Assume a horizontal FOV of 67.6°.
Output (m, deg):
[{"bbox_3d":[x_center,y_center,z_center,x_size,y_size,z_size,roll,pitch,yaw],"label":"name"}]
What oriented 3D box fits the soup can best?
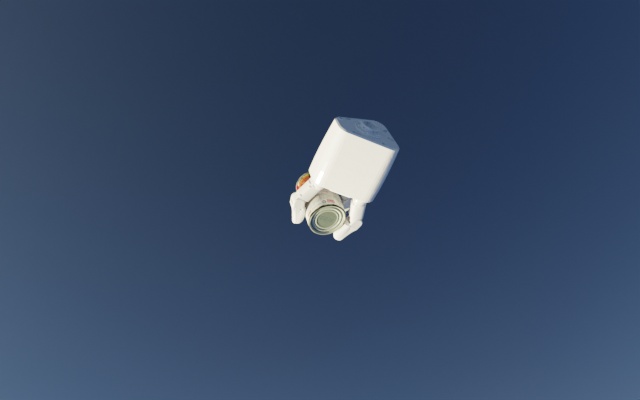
[{"bbox_3d":[0.000,0.003,0.846,0.068,0.068,0.102,0,38,-18],"label":"soup can"}]
